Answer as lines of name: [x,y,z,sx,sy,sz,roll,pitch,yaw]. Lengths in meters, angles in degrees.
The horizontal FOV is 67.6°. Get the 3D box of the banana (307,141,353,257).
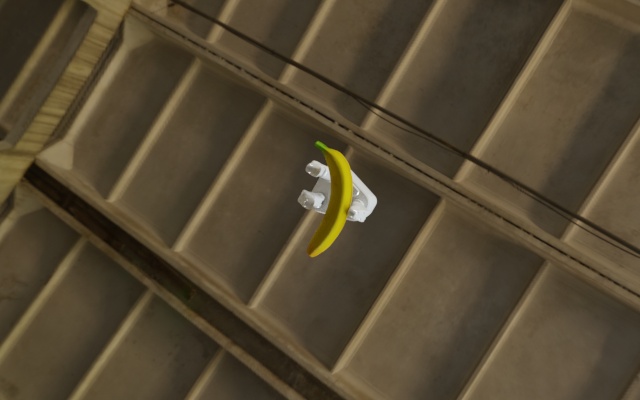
banana: [0.019,0.001,0.810,0.069,0.198,0.037,5,4,12]
